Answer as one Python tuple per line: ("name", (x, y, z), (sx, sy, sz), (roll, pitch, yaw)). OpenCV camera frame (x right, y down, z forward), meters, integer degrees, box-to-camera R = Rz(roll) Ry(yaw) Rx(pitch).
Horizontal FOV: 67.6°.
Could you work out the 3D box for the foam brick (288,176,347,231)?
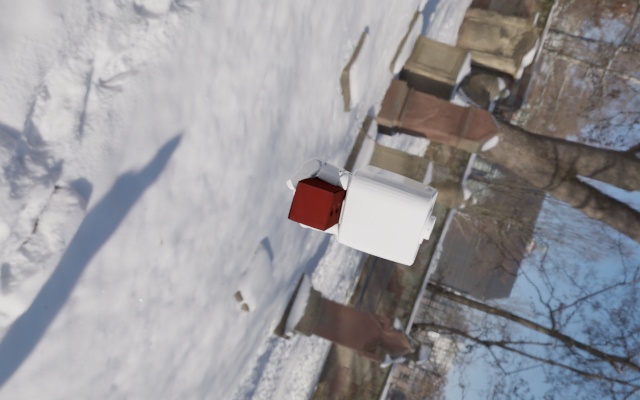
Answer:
("foam brick", (0.000, 0.002, 0.626), (0.051, 0.053, 0.078), (20, 14, 15))
